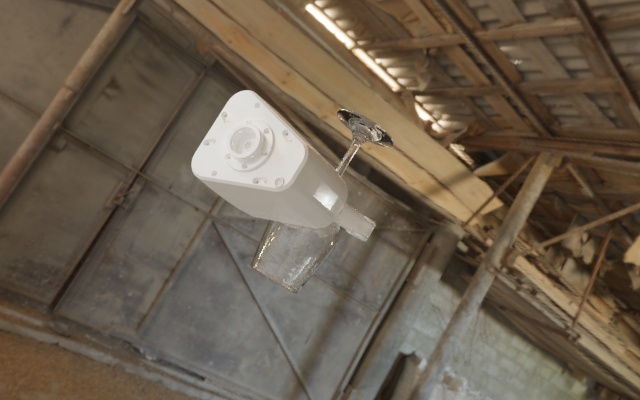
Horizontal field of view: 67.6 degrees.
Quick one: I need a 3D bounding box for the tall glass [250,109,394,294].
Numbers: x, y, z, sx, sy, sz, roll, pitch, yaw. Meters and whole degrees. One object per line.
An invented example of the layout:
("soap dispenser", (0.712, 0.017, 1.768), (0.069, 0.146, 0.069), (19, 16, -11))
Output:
("tall glass", (0.001, 0.001, 0.536), (0.079, 0.201, 0.079), (31, -6, 3))
